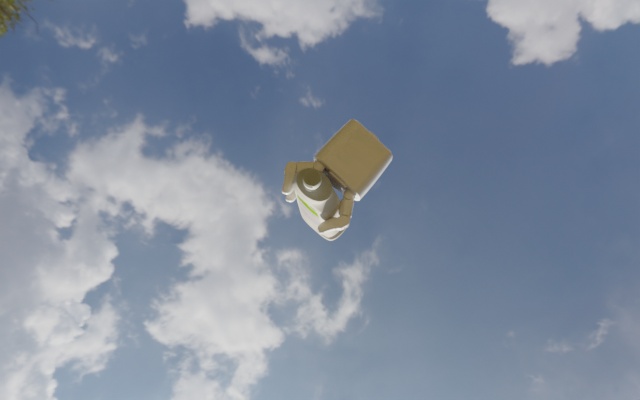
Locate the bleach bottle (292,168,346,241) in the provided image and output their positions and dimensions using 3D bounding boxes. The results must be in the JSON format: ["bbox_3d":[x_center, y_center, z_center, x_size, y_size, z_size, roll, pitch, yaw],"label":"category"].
[{"bbox_3d":[0.000,0.003,0.885,0.102,0.068,0.251,39,-10,13],"label":"bleach bottle"}]
